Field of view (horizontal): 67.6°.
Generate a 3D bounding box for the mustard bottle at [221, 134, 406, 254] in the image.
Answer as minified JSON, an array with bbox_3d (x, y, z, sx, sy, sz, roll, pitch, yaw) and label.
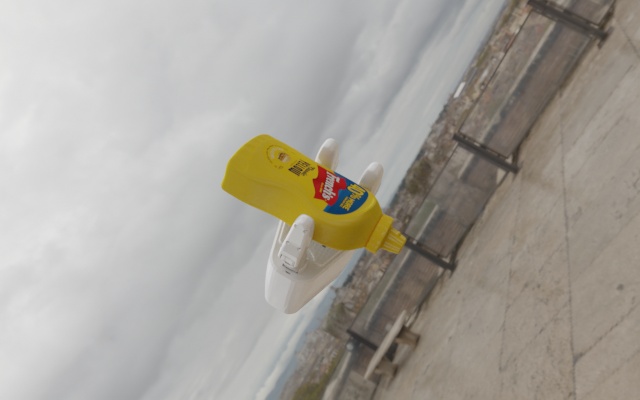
[{"bbox_3d":[0.000,0.001,0.497,0.191,0.058,0.096,29,31,8],"label":"mustard bottle"}]
